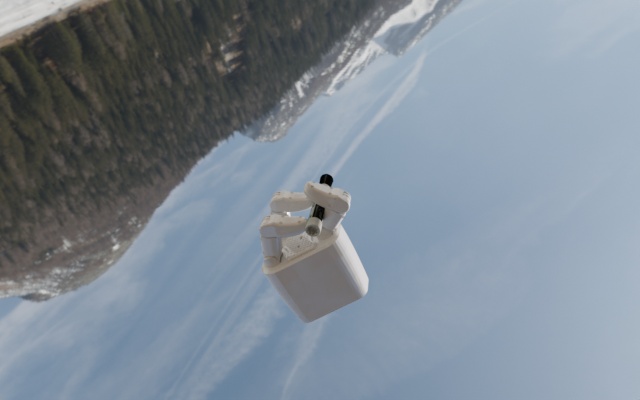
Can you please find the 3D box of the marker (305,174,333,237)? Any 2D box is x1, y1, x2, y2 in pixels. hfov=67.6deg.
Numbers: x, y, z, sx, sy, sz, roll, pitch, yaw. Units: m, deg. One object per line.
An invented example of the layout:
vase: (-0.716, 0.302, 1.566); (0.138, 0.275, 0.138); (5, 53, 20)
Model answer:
marker: (0.000, 0.002, 0.613); (0.020, 0.020, 0.121); (0, 34, 11)
